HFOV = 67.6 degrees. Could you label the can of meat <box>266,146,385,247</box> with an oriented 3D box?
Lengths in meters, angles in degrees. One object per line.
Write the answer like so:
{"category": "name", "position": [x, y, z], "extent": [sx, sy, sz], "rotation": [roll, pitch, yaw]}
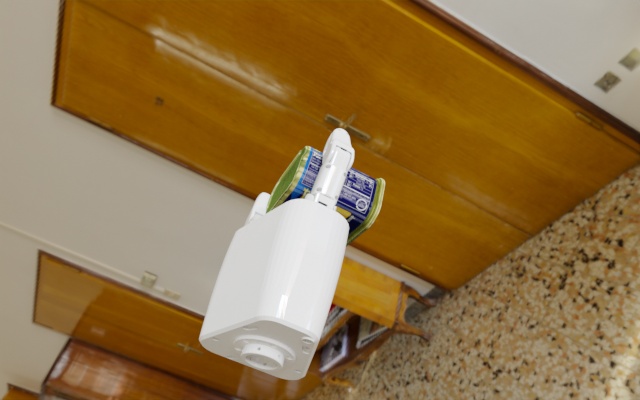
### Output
{"category": "can of meat", "position": [0.000, 0.001, 0.469], "extent": [0.084, 0.057, 0.102], "rotation": [25, -36, -13]}
